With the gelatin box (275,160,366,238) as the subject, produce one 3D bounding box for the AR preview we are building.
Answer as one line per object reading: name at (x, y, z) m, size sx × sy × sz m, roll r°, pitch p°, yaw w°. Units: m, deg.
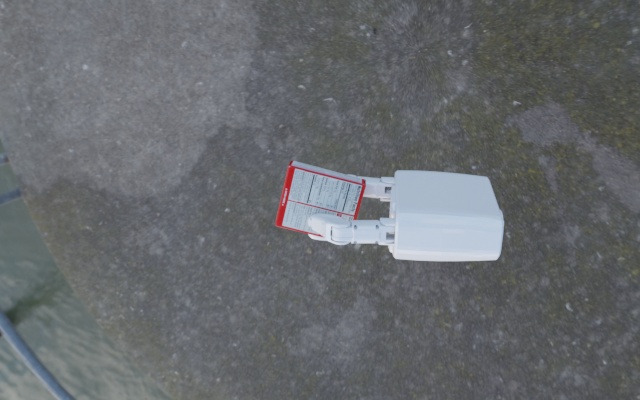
gelatin box at (0.000, 0.002, 0.539) m, size 0.089 × 0.073 × 0.030 m, roll 14°, pitch 18°, yaw -1°
